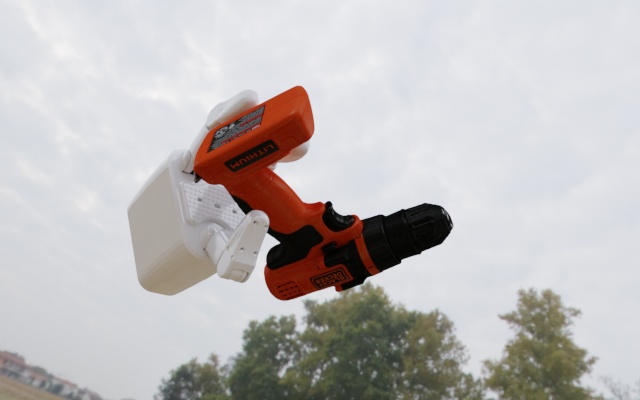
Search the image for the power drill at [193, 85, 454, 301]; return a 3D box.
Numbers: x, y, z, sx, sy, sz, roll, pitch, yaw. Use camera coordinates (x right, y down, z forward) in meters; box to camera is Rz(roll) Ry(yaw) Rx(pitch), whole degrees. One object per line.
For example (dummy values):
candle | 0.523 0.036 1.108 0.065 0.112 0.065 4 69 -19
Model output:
power drill | 0.000 0.001 0.406 0.184 0.188 0.057 -23 33 16
